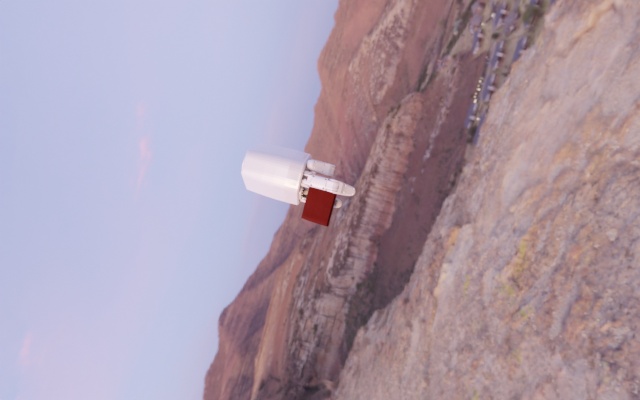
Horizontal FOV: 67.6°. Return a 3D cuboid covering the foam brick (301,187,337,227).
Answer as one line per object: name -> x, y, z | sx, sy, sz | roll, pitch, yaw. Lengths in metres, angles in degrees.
foam brick -> 0.000, 0.003, 0.873 | 0.051, 0.078, 0.053 | 15, 0, 2
